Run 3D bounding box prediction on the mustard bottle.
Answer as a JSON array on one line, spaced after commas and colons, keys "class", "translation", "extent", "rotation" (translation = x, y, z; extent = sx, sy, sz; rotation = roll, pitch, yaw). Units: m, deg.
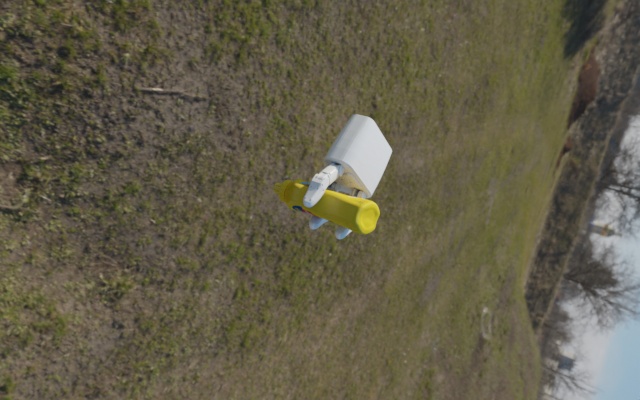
[{"class": "mustard bottle", "translation": [0.000, 0.003, 0.826], "extent": [0.191, 0.058, 0.096], "rotation": [19, 2, 26]}]
